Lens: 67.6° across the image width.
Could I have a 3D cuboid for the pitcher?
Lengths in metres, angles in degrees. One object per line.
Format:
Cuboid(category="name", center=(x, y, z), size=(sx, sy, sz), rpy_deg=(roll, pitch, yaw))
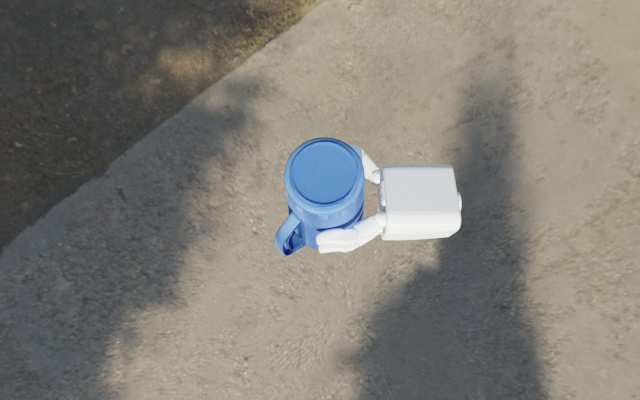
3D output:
Cuboid(category="pitcher", center=(0.000, 0.002, 0.736), size=(0.145, 0.149, 0.243), rpy_deg=(1, -14, 2))
